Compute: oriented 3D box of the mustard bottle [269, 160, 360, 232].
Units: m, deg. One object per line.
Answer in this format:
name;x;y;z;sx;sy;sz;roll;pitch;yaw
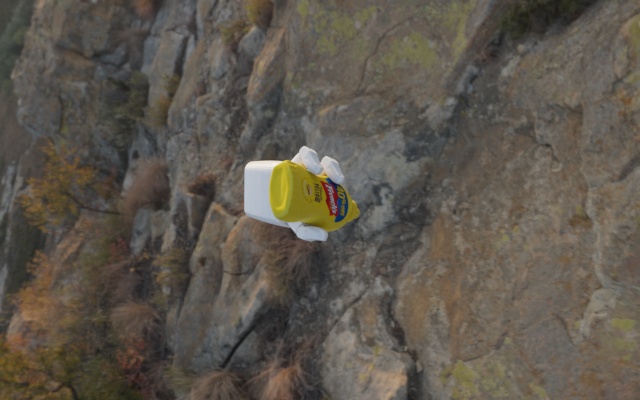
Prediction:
mustard bottle;0.000;0.003;0.818;0.058;0.096;0.192;-23;-29;38
